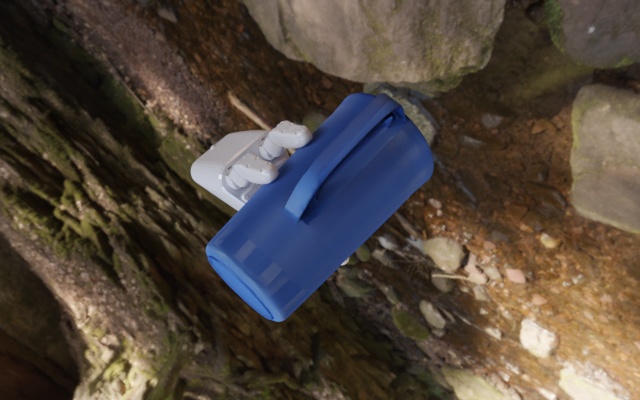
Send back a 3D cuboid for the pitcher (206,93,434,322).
[{"bbox_3d":[0.000,0.002,0.503,0.242,0.149,0.145,-46,32,-21],"label":"pitcher"}]
